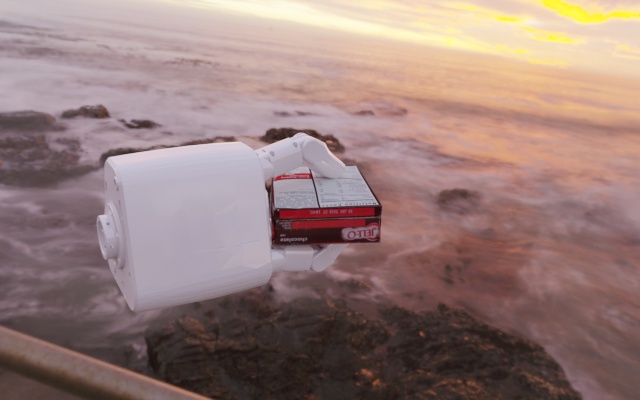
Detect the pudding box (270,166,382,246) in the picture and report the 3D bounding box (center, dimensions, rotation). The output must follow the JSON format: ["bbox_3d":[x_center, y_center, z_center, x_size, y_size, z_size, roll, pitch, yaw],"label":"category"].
[{"bbox_3d":[0.000,0.001,0.431,0.090,0.039,0.113,-1,23,-6],"label":"pudding box"}]
